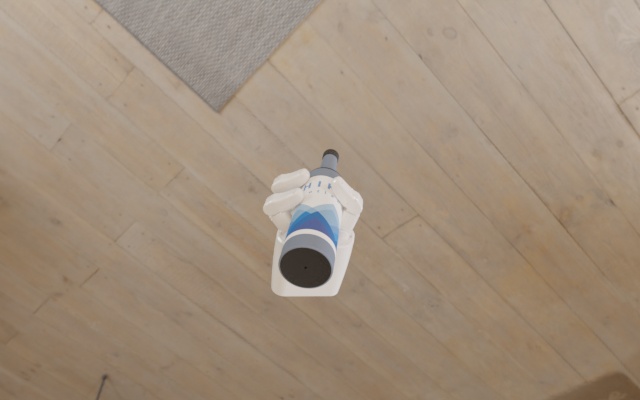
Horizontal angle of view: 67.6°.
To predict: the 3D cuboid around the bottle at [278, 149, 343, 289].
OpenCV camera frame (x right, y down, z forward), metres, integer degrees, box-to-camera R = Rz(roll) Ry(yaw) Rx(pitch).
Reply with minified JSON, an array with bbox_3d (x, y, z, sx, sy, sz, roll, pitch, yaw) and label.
[{"bbox_3d":[0.000,0.002,0.689,0.069,0.069,0.295,0,32,8],"label":"bottle"}]
